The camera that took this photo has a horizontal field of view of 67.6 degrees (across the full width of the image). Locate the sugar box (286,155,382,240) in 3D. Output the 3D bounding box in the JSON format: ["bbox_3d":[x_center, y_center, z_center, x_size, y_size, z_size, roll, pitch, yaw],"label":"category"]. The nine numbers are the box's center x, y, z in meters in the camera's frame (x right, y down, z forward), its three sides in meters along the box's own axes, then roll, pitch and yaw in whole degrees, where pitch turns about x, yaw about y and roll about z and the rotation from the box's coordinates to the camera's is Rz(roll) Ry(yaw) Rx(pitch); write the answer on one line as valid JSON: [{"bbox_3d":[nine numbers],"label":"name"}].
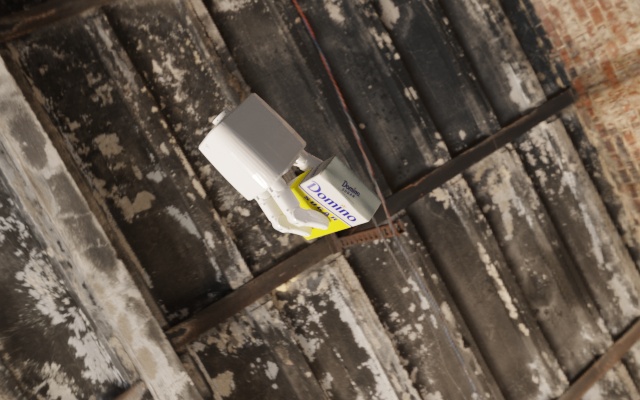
[{"bbox_3d":[0.000,0.003,0.690,0.093,0.048,0.176,44,-26,-12],"label":"sugar box"}]
